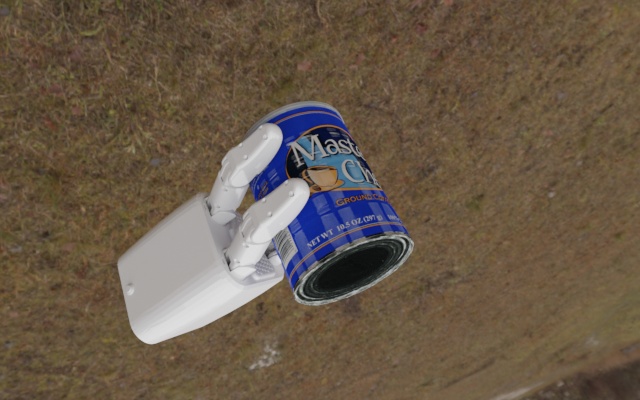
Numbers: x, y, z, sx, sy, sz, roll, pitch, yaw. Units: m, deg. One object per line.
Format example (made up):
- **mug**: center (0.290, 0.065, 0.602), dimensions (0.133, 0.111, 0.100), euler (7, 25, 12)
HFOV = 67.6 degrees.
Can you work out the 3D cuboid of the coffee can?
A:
- **coffee can**: center (0.000, 0.001, 0.404), dimensions (0.103, 0.140, 0.103), euler (-20, -30, -12)
